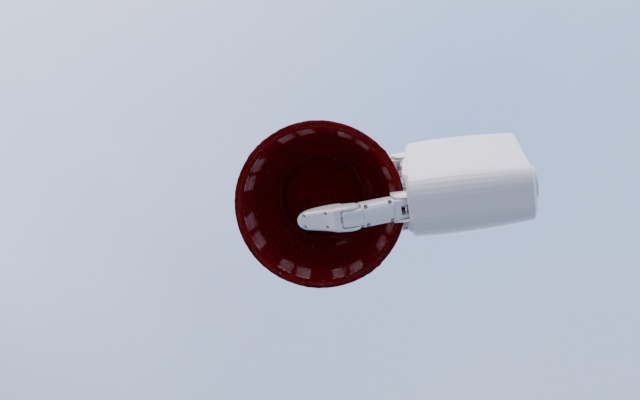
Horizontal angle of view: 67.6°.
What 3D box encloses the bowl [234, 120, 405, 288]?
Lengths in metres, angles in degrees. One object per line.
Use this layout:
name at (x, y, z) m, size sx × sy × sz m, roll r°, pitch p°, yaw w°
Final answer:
bowl at (-0.001, 0.001, 0.474) m, size 0.162 × 0.162 × 0.055 m, roll 0°, pitch 11°, yaw 4°
